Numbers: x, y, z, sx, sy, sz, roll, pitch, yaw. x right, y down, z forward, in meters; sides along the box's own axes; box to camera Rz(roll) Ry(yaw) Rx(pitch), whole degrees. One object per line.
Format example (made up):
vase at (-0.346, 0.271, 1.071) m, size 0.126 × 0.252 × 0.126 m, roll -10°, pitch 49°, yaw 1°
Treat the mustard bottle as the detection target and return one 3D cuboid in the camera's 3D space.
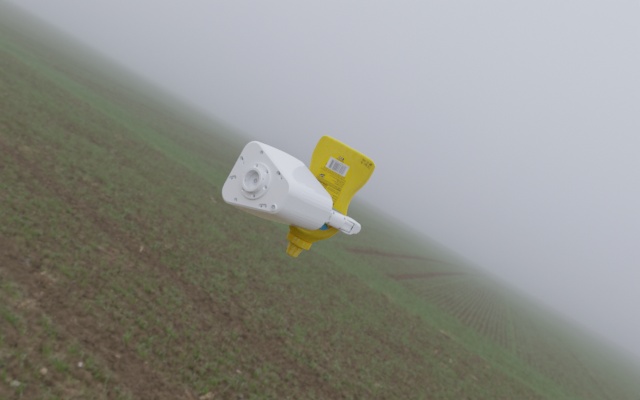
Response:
mustard bottle at (0.000, 0.002, 0.744) m, size 0.096 × 0.191 × 0.058 m, roll 30°, pitch 4°, yaw 8°
